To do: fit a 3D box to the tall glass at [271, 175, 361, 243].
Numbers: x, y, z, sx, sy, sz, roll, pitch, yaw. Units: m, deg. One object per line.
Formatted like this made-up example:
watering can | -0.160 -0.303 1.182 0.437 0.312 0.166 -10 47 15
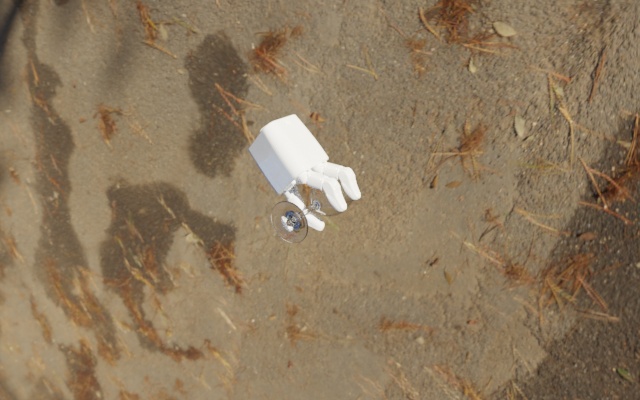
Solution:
tall glass | 0.000 0.003 0.861 0.079 0.079 0.201 0 19 34
